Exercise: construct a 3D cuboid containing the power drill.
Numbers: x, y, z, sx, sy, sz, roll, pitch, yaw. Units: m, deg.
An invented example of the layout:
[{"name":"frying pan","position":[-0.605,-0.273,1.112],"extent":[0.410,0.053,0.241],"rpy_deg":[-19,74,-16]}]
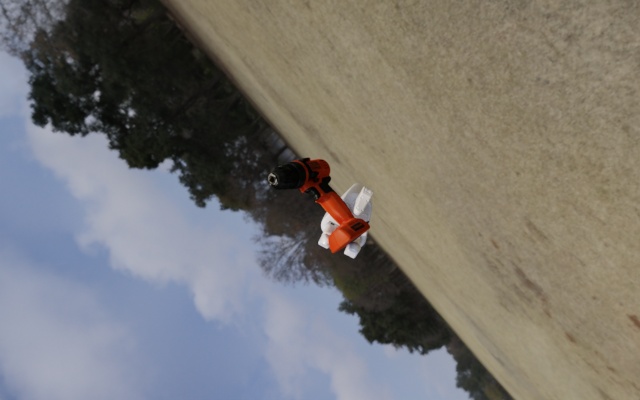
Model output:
[{"name":"power drill","position":[0.000,0.003,0.893],"extent":[0.057,0.187,0.184],"rpy_deg":[-40,-11,31]}]
